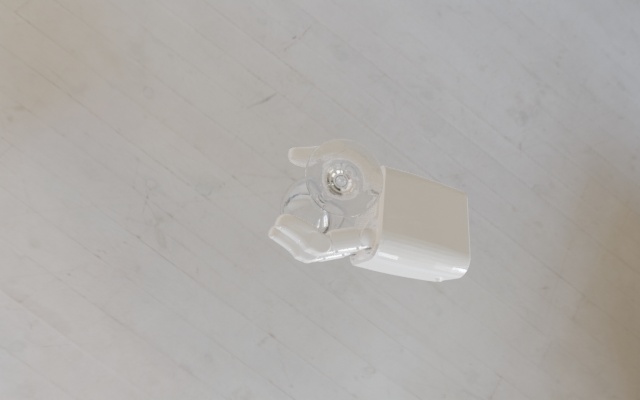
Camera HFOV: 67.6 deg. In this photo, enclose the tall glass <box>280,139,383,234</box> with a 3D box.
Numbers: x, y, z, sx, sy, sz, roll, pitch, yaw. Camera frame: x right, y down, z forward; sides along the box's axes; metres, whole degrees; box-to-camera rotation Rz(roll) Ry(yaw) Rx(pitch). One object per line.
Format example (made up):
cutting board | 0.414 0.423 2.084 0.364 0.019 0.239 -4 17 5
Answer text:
tall glass | 0.000 0.001 0.527 0.079 0.079 0.201 0 -13 -14
